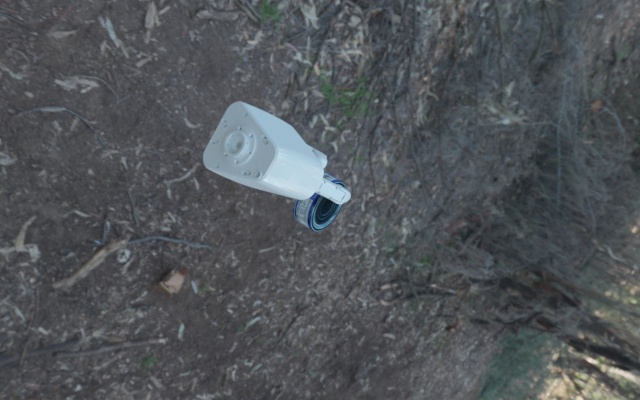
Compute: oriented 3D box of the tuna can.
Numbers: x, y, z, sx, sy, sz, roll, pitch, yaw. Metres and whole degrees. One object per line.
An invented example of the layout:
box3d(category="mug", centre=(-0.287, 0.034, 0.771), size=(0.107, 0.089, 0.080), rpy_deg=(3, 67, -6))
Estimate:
box3d(category="tuna can", centre=(0.001, 0.003, 0.711), size=(0.033, 0.086, 0.086), rpy_deg=(30, 15, 27))
